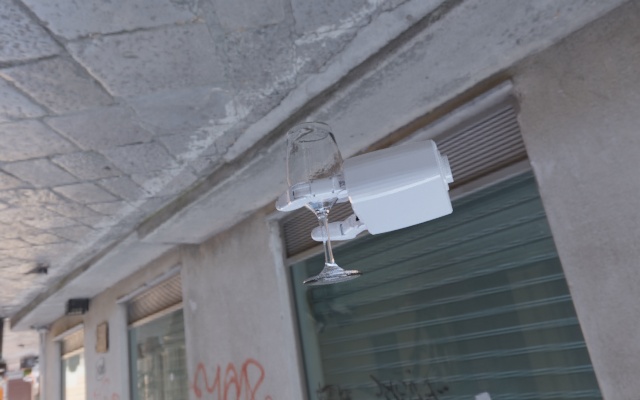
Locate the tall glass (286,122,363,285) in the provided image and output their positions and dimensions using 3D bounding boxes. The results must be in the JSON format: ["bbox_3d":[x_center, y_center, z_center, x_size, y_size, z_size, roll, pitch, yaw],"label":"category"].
[{"bbox_3d":[0.000,0.003,0.612,0.079,0.201,0.079,-9,-17,-3],"label":"tall glass"}]
